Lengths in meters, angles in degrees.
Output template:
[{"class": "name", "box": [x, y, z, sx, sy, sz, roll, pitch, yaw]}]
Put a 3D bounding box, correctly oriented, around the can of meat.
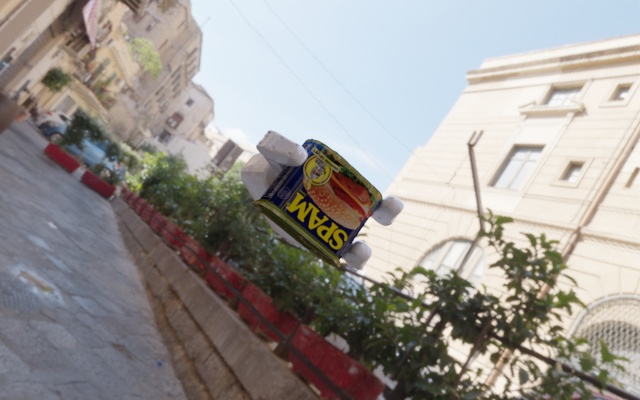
[{"class": "can of meat", "box": [0.000, 0.001, 0.469, 0.102, 0.084, 0.057, 41, -13, -20]}]
